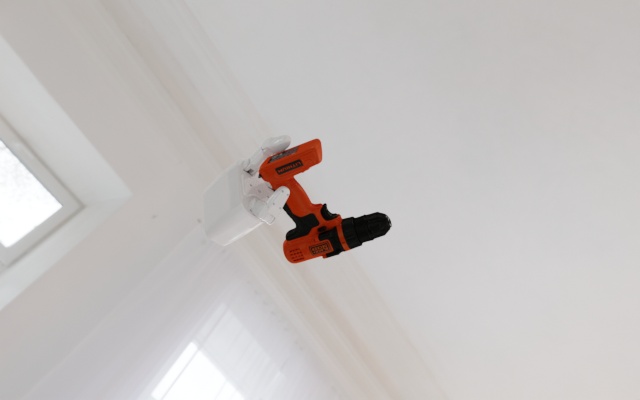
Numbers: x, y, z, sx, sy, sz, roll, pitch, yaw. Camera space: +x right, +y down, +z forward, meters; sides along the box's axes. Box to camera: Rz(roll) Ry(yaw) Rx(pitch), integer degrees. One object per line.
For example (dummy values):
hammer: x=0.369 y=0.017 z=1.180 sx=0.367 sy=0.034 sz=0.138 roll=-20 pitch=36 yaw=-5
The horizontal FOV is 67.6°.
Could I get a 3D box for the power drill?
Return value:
power drill: x=0.000 y=0.002 z=0.751 sx=0.184 sy=0.188 sz=0.057 roll=-19 pitch=19 yaw=13
